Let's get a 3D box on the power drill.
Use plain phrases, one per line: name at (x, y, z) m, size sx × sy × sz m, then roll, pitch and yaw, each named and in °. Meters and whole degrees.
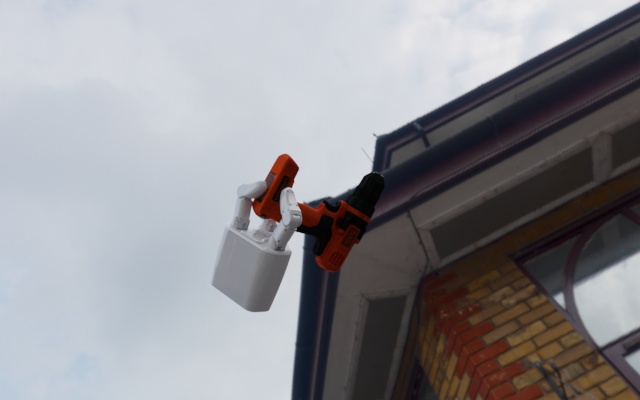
power drill at (0.000, 0.003, 0.770) m, size 0.188 × 0.184 × 0.057 m, roll 31°, pitch -5°, yaw -23°
